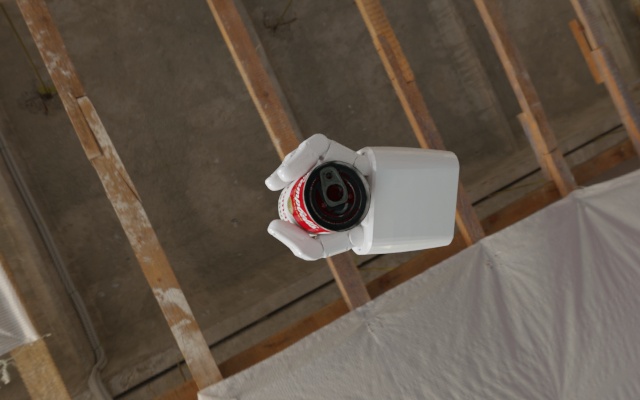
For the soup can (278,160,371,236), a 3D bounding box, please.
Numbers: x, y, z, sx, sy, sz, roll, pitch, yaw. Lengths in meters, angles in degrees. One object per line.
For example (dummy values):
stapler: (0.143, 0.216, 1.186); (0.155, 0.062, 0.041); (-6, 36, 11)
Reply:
soup can: (0.000, 0.002, 0.492); (0.068, 0.068, 0.102); (0, -7, -19)
